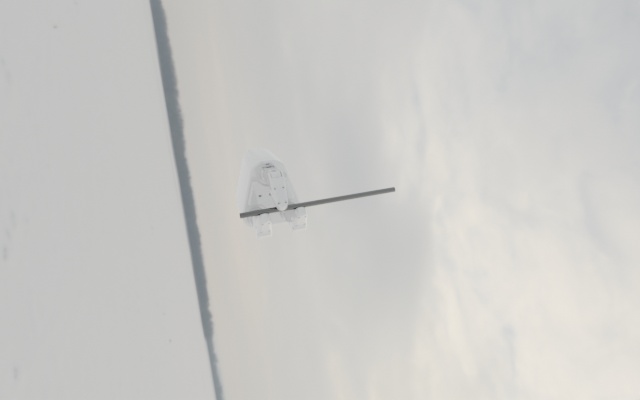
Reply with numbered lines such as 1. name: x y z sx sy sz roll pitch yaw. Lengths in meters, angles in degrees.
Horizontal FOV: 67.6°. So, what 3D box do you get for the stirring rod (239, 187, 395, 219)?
1. stirring rod: 0.000 0.002 0.710 0.239 0.011 0.011 -10 2 -15
